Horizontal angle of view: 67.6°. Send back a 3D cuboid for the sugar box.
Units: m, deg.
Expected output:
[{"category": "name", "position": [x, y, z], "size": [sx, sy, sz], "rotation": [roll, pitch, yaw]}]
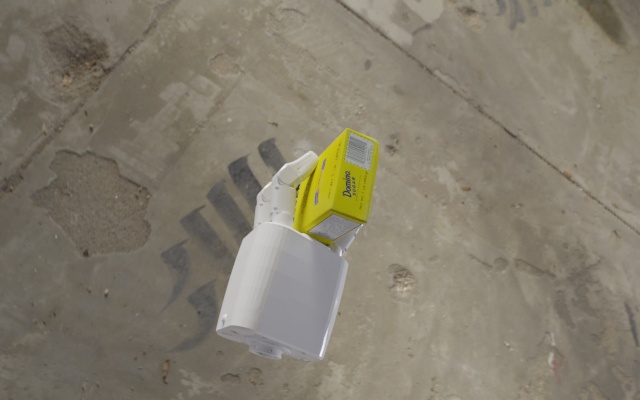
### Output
[{"category": "sugar box", "position": [0.000, 0.002, 0.528], "size": [0.048, 0.093, 0.176], "rotation": [21, -27, -19]}]
